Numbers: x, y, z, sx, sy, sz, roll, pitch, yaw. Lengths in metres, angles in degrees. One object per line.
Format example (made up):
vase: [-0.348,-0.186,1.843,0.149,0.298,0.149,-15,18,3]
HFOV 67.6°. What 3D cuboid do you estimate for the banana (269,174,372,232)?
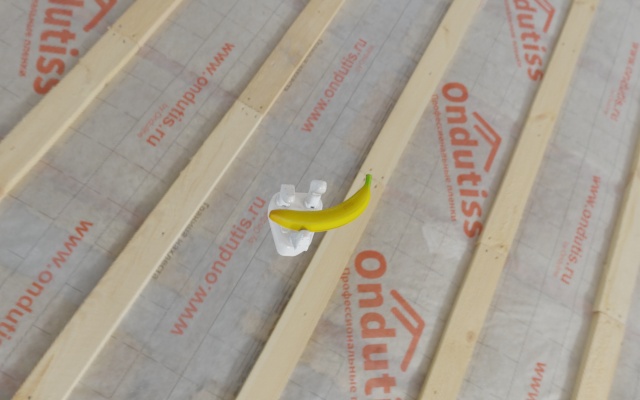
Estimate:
banana: [0.010,0.019,0.833,0.198,0.069,0.037,-21,-7,-15]
